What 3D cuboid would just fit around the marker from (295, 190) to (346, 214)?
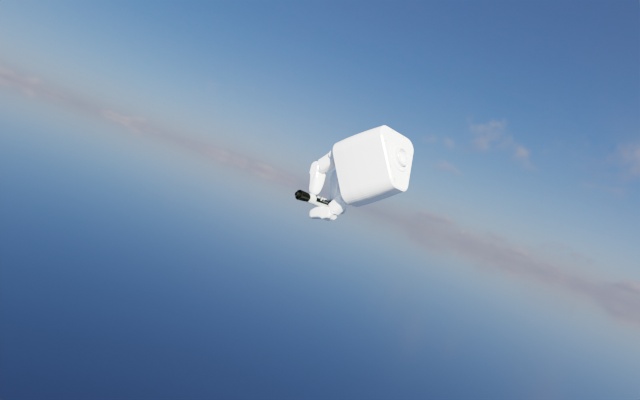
[{"bbox_3d":[0.000,0.003,0.877,0.121,0.020,0.020,19,-13,-42],"label":"marker"}]
